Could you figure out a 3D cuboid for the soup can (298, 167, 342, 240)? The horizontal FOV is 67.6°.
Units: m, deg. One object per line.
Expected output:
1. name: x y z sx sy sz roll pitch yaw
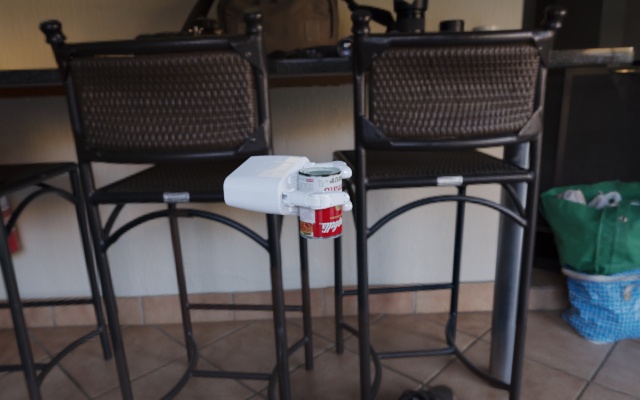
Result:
1. soup can: 0.001 0.002 0.748 0.068 0.102 0.068 -1 14 0
